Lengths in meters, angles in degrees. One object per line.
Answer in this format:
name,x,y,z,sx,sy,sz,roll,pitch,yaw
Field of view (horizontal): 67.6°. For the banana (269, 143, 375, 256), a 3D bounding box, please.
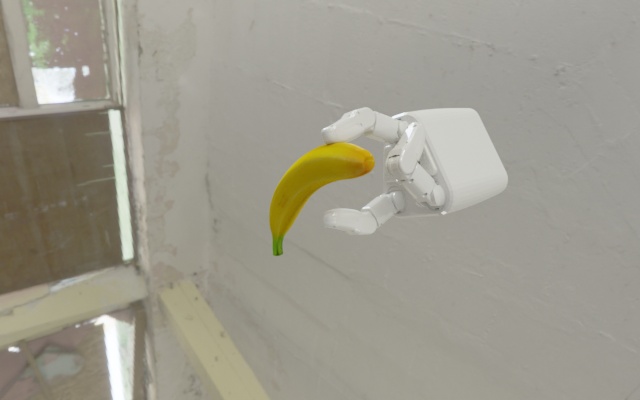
banana,-0.009,-0.013,0.489,0.037,0.069,0.198,-13,-21,-36
